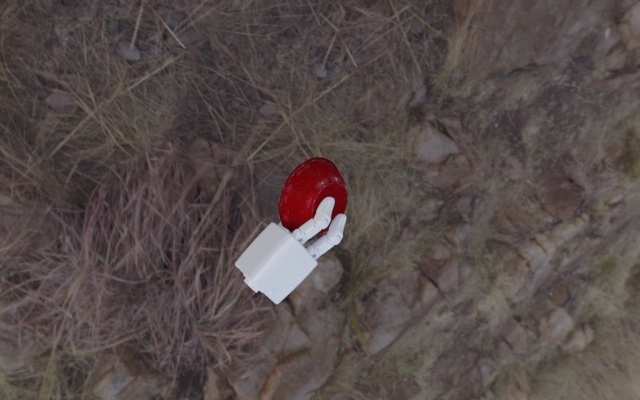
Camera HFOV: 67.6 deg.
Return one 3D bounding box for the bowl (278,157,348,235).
[{"bbox_3d":[0.001,0.002,0.897,0.162,0.162,0.055,0,17,-45],"label":"bowl"}]
